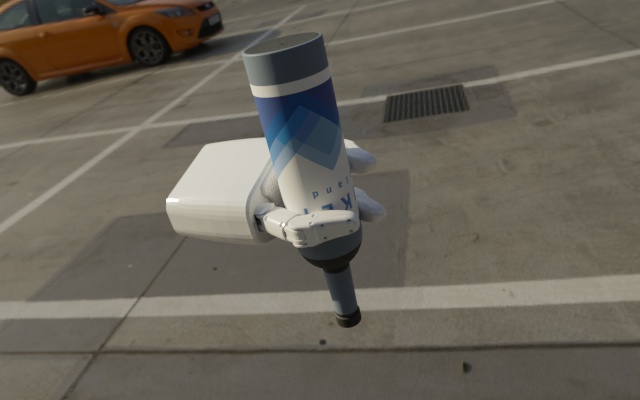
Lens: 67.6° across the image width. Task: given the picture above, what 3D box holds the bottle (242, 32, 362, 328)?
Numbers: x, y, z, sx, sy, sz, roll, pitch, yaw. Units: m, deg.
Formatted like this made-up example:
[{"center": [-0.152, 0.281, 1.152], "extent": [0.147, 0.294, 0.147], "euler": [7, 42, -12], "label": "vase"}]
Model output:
[{"center": [0.000, 0.001, 0.448], "extent": [0.069, 0.296, 0.069], "euler": [-11, 28, 6], "label": "bottle"}]
